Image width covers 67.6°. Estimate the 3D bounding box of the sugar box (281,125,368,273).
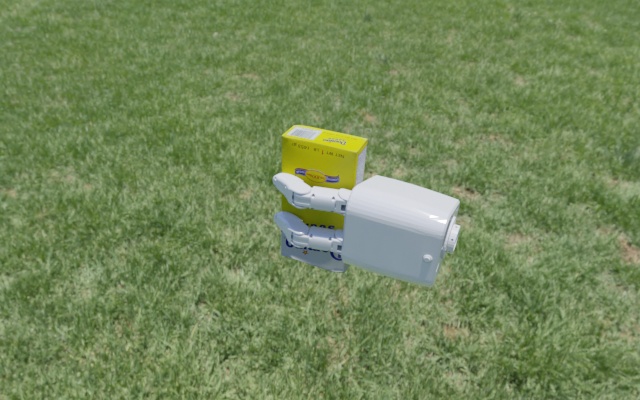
[{"bbox_3d":[0.000,0.002,0.582,0.093,0.176,0.048,15,32,18],"label":"sugar box"}]
